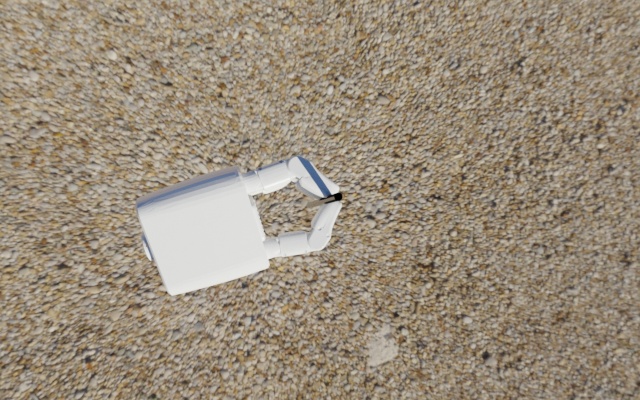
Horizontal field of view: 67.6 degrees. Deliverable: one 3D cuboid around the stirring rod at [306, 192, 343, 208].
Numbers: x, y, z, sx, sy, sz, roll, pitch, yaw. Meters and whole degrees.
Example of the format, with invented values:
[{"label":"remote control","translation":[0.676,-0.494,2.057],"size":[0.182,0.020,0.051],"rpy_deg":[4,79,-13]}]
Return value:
[{"label":"stirring rod","translation":[0.000,0.002,0.558],"size":[0.011,0.011,0.239],"rpy_deg":[0,-3,-8]}]
